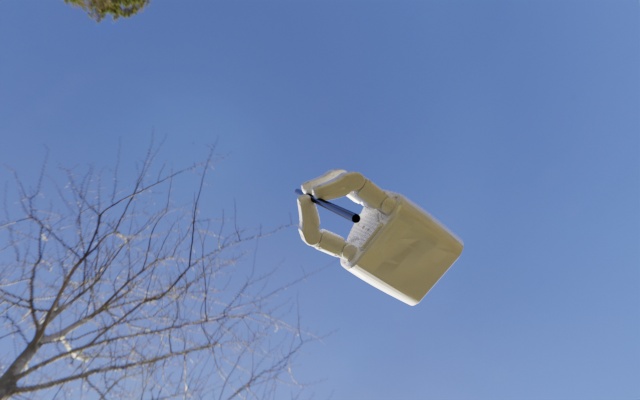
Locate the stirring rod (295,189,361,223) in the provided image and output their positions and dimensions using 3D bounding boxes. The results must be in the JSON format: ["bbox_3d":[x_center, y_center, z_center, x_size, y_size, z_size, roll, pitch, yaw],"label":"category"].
[{"bbox_3d":[0.000,0.002,0.527,0.011,0.011,0.239,0,7,-15],"label":"stirring rod"}]
